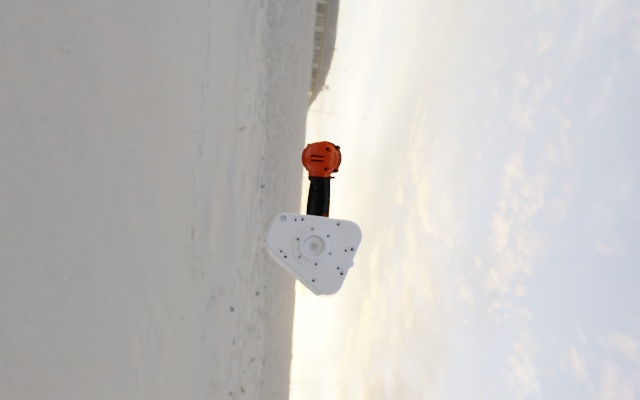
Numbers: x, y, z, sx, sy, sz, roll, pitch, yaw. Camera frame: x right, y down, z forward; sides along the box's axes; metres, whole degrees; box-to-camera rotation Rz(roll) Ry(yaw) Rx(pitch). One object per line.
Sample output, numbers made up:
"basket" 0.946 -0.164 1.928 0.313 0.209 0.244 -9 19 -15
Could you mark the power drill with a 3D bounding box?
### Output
"power drill" 0.000 0.003 0.729 0.057 0.187 0.184 3 5 8
